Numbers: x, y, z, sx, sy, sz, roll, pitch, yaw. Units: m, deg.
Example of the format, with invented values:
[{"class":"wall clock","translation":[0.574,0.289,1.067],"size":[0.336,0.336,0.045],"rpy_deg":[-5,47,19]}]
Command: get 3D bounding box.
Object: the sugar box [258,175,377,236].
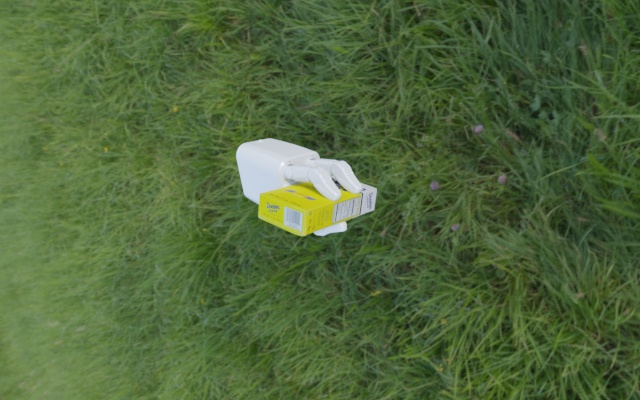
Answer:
[{"class":"sugar box","translation":[0.000,0.002,0.735],"size":[0.093,0.048,0.176],"rpy_deg":[21,27,35]}]
